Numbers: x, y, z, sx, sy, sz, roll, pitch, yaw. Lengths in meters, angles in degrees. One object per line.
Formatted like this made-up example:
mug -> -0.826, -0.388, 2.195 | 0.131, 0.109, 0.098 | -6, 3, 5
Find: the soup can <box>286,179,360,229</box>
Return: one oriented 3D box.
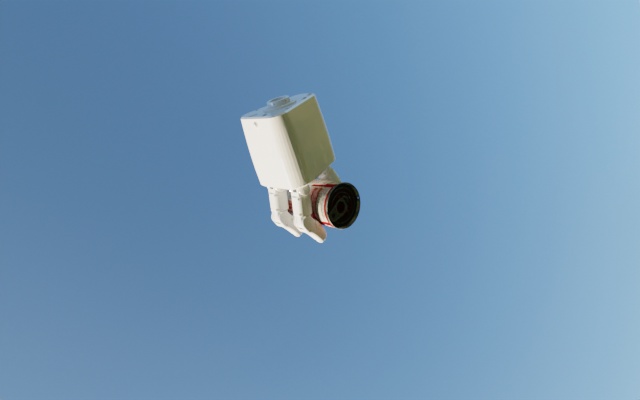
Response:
soup can -> 0.000, 0.003, 0.720 | 0.068, 0.068, 0.102 | 0, 6, -42
